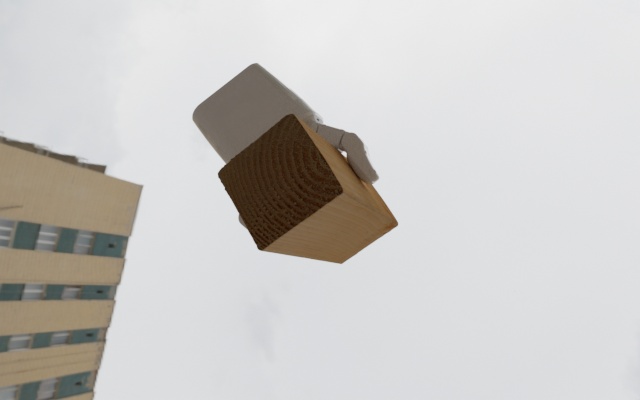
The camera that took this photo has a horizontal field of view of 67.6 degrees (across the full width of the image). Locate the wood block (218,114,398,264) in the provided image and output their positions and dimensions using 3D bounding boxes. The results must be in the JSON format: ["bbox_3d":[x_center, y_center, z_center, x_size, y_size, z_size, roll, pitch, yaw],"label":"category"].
[{"bbox_3d":[0.000,0.001,0.496,0.091,0.090,0.206,-37,-21,12],"label":"wood block"}]
